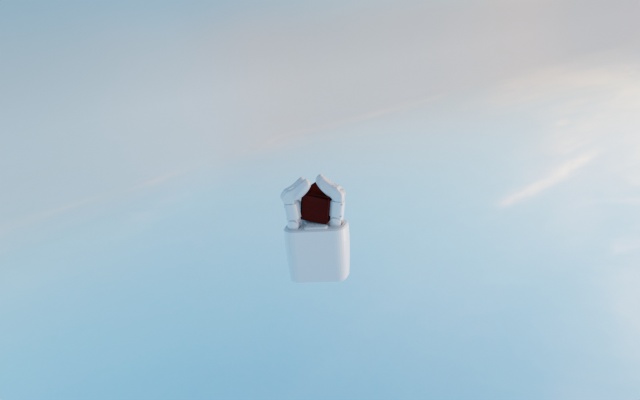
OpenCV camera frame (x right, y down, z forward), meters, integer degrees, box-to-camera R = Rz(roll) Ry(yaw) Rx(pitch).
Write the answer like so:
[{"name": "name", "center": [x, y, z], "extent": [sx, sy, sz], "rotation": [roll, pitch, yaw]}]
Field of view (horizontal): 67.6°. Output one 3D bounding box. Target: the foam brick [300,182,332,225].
[{"name": "foam brick", "center": [0.000, 0.003, 0.878], "extent": [0.053, 0.051, 0.078], "rotation": [10, 22, 17]}]
